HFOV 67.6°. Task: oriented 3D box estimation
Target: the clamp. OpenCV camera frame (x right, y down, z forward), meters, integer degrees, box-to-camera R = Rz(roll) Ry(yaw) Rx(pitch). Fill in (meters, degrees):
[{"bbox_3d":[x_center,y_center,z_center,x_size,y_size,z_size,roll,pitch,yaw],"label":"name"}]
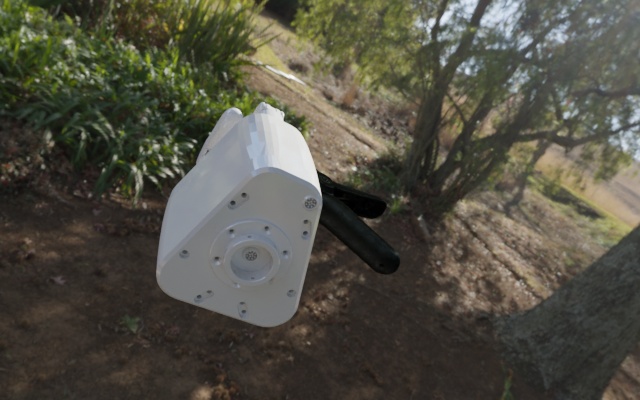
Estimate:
[{"bbox_3d":[0.000,0.001,0.423,0.171,0.039,0.120,24,18,-20],"label":"clamp"}]
